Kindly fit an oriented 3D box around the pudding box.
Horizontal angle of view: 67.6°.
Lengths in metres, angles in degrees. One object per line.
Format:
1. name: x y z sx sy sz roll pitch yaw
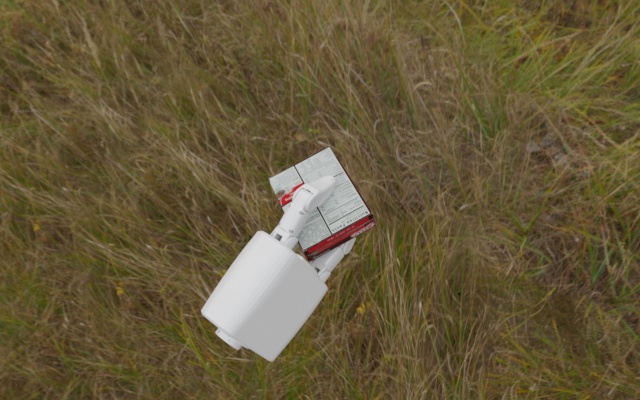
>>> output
1. pudding box: 0.000 0.002 0.560 0.090 0.113 0.039 -28 -28 -2
